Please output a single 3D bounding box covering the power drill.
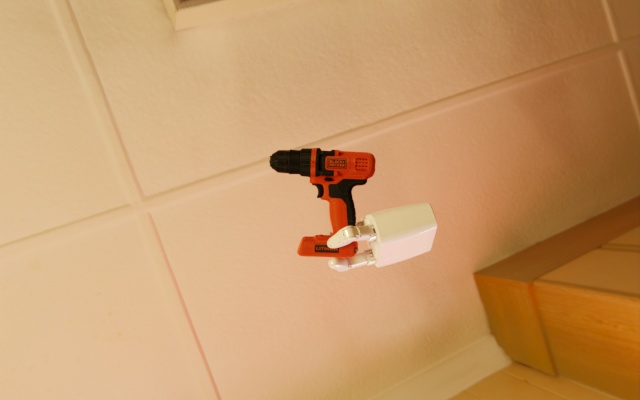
[{"bbox_3d":[0.000,0.003,0.828,0.184,0.187,0.057,2,3,4],"label":"power drill"}]
